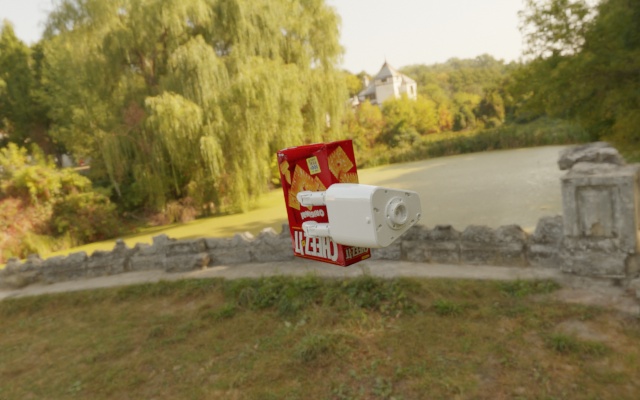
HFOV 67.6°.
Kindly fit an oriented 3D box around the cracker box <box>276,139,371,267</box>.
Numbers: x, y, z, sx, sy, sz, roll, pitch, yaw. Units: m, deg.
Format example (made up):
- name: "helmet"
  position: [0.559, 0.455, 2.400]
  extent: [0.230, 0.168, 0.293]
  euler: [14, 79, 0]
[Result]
- name: "cracker box"
  position: [0.000, 0.003, 0.876]
  extent: [0.072, 0.214, 0.164]
  euler: [-15, 10, -35]
